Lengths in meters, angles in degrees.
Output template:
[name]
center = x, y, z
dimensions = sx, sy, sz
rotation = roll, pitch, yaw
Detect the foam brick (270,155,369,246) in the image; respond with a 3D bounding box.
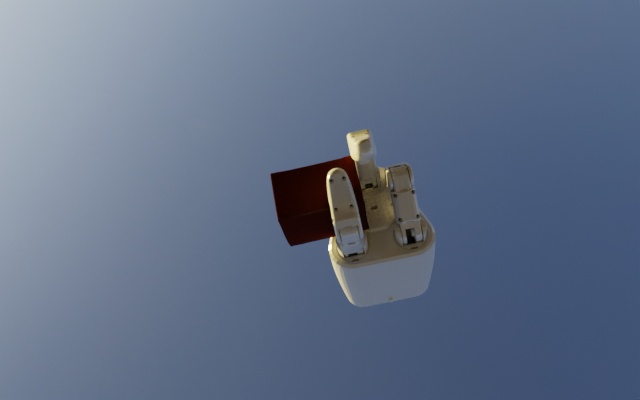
[foam brick]
center = 0.000, 0.001, 0.434
dimensions = 0.078, 0.053, 0.051
rotation = -12, -33, 3
